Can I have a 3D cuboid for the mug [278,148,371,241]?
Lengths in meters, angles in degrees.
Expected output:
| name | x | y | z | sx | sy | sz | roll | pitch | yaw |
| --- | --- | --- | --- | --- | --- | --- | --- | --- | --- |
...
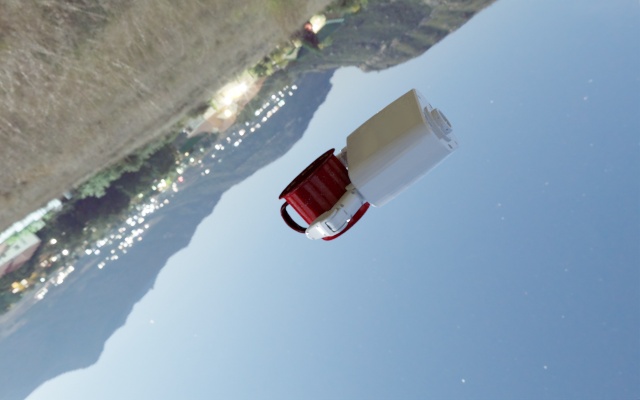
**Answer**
| name | x | y | z | sx | sy | sz | roll | pitch | yaw |
| --- | --- | --- | --- | --- | --- | --- | --- | --- | --- |
| mug | -0.001 | 0.003 | 0.597 | 0.117 | 0.081 | 0.093 | -37 | 11 | 27 |
